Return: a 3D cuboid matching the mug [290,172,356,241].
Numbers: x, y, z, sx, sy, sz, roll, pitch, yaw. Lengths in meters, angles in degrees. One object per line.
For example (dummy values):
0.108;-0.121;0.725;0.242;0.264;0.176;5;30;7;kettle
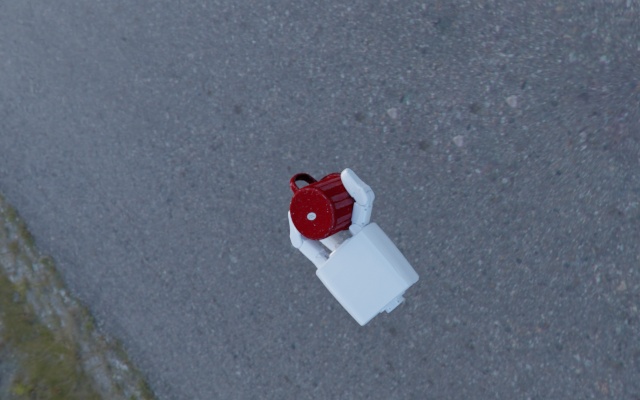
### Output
-0.001;0.001;0.716;0.081;0.117;0.093;-23;-24;-54;mug
